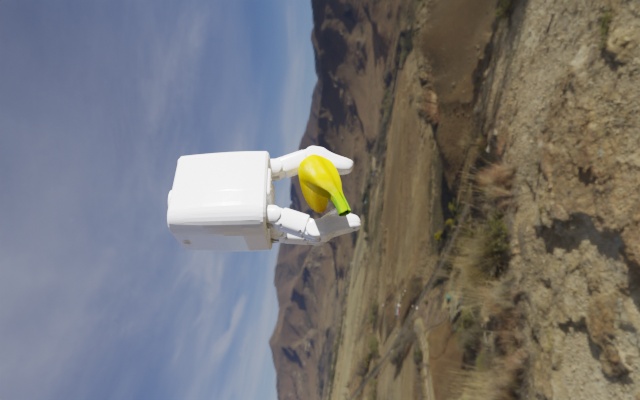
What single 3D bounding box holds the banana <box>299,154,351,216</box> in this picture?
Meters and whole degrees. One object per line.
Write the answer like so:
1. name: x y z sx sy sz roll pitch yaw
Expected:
1. banana: -0.004 -0.016 0.542 0.037 0.069 0.198 -12 1 -5
